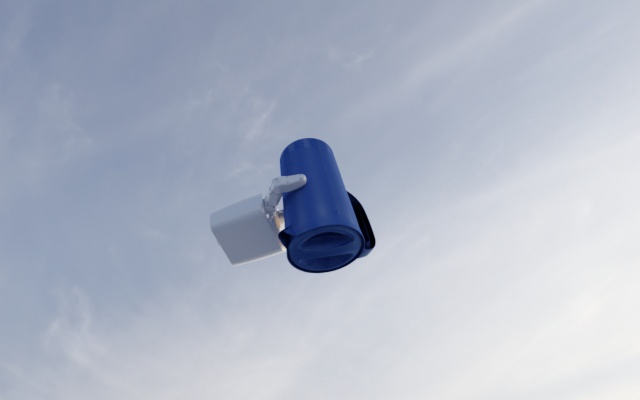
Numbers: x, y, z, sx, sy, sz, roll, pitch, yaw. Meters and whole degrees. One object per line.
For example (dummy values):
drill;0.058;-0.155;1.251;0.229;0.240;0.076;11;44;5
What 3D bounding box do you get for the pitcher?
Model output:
pitcher;0.000;0.003;0.875;0.145;0.242;0.149;-20;-42;9
